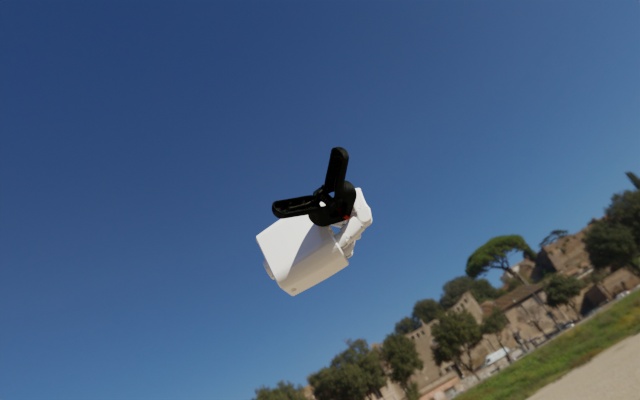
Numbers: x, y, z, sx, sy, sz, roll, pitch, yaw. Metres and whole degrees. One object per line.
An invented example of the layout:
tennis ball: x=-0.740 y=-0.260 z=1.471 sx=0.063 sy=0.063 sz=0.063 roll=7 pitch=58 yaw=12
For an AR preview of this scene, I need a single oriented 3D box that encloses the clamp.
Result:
clamp: x=0.000 y=0.002 z=0.659 sx=0.120 sy=0.039 sz=0.171 roll=-33 pitch=-27 yaw=-2
